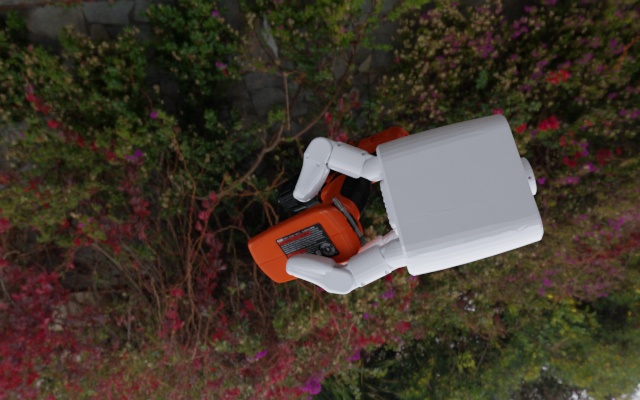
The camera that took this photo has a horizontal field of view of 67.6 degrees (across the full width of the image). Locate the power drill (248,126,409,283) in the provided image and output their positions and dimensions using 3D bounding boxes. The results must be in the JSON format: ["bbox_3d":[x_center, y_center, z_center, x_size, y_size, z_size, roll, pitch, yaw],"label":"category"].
[{"bbox_3d":[0.000,0.002,0.497,0.184,0.057,0.187,-26,19,33],"label":"power drill"}]
